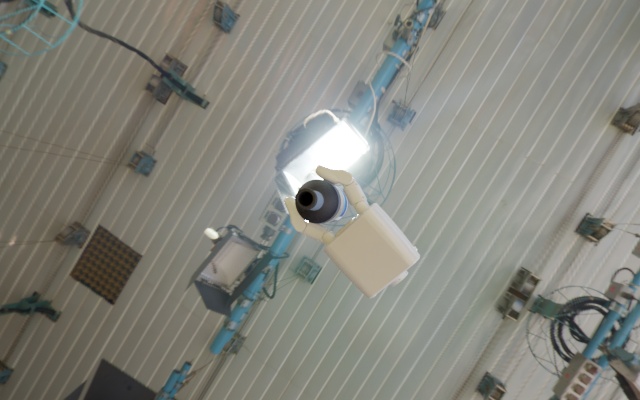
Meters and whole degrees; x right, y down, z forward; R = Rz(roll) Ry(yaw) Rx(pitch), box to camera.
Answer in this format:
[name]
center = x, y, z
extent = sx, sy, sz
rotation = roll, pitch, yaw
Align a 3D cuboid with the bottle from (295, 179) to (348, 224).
[bottle]
center = 0.000, 0.002, 0.742
extent = 0.069, 0.069, 0.296
rotation = 0, -2, 7
